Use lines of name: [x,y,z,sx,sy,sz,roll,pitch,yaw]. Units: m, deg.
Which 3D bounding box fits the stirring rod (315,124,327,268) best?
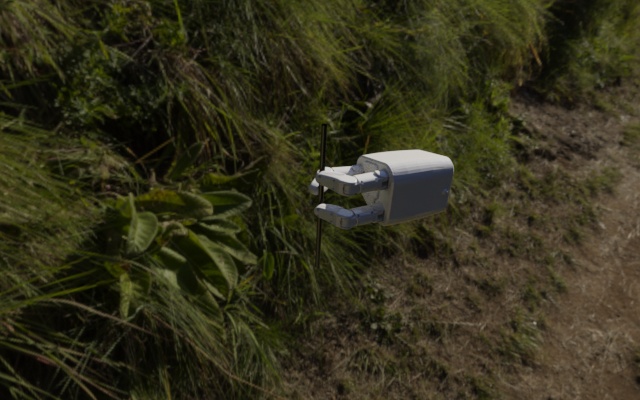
stirring rod: [0.000,0.002,0.693,0.011,0.240,0.011,2,32,-1]
